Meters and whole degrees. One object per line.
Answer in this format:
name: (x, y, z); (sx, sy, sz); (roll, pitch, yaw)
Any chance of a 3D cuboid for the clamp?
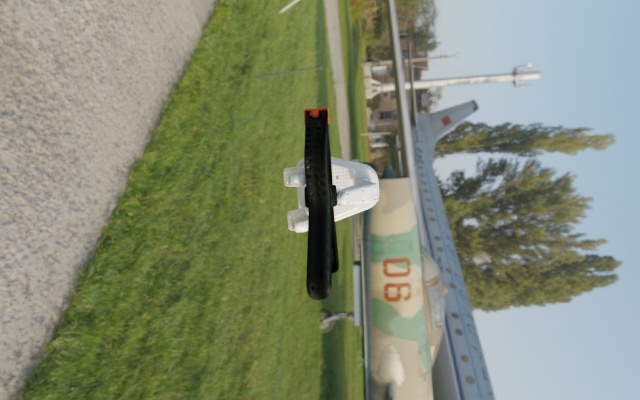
clamp: (0.001, 0.001, 0.536); (0.036, 0.210, 0.164); (-3, 8, 4)
